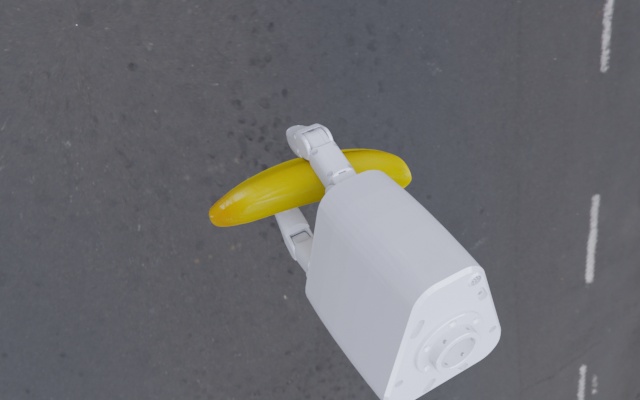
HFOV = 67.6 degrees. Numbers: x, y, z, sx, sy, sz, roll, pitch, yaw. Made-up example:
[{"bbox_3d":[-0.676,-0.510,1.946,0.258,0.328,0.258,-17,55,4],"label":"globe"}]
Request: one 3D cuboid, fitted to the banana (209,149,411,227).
[{"bbox_3d":[0.009,-0.012,0.393,0.198,0.070,0.037,-6,48,-33],"label":"banana"}]
